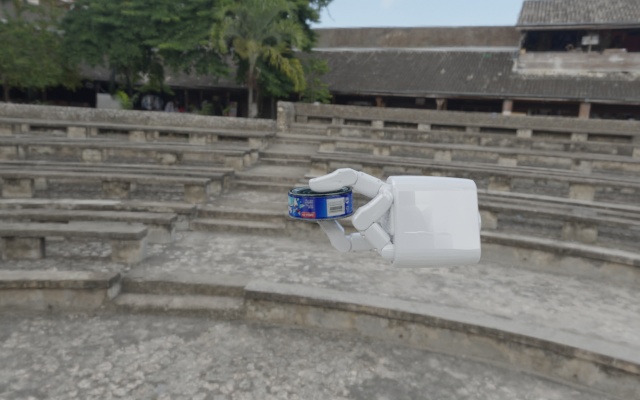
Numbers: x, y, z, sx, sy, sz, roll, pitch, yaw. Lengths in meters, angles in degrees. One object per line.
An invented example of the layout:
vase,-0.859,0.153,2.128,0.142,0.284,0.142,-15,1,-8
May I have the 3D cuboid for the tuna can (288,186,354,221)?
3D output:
tuna can,0.000,0.001,0.627,0.086,0.034,0.086,-2,10,0
